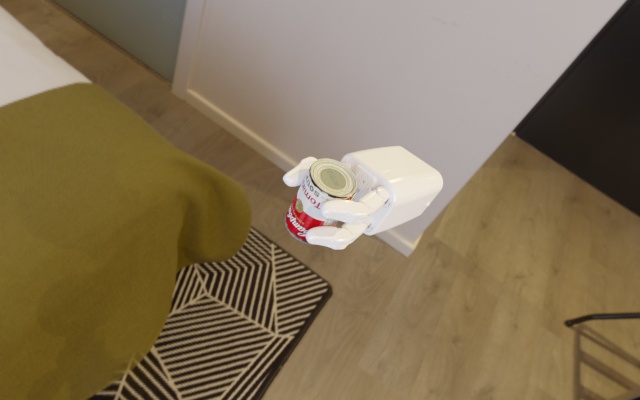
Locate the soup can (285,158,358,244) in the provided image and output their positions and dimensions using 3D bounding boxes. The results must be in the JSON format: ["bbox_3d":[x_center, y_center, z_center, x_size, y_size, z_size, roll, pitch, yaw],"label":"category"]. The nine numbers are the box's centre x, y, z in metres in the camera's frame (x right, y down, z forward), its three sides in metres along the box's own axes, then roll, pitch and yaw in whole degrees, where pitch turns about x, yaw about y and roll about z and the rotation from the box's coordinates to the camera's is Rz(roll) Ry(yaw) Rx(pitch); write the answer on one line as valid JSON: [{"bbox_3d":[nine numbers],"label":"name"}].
[{"bbox_3d":[0.000,0.002,0.635,0.068,0.068,0.102,0,-39,-27],"label":"soup can"}]
